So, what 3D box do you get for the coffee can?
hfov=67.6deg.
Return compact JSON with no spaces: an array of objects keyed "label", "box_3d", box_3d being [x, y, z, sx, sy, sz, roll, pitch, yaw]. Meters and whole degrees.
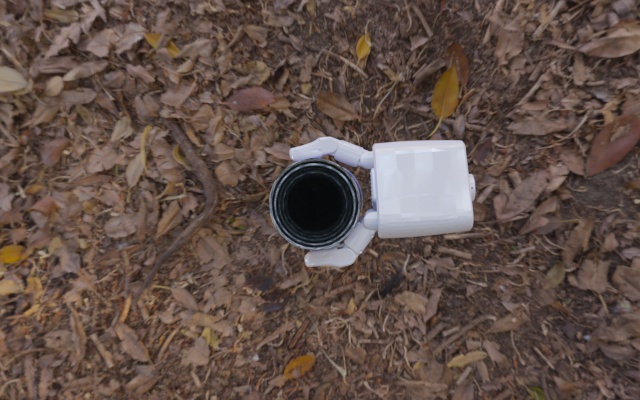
[{"label":"coffee can","box_3d":[0.000,0.002,0.594,0.103,0.103,0.140,0,2,6]}]
